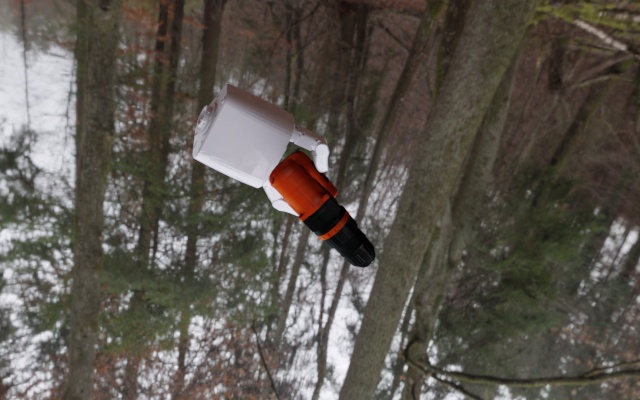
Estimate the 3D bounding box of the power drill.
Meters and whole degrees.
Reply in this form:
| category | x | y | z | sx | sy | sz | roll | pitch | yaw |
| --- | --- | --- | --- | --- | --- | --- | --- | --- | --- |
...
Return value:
| category | x | y | z | sx | sy | sz | roll | pitch | yaw |
| --- | --- | --- | --- | --- | --- | --- | --- | --- | --- |
| power drill | 0.000 | 0.002 | 0.690 | 0.057 | 0.184 | 0.187 | -41 | 16 | 4 |
